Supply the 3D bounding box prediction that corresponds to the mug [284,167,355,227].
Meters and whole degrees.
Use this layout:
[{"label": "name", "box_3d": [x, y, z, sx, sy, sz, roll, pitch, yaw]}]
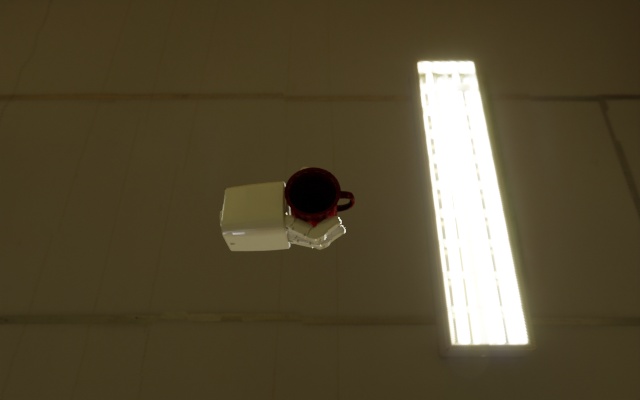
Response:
[{"label": "mug", "box_3d": [0.002, 0.003, 0.819, 0.117, 0.093, 0.081, -4, -28, 0]}]
